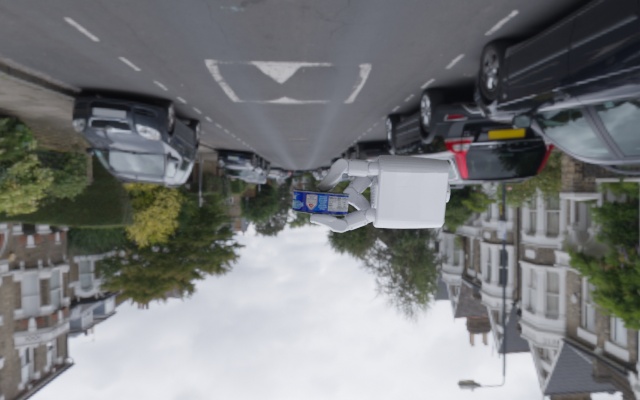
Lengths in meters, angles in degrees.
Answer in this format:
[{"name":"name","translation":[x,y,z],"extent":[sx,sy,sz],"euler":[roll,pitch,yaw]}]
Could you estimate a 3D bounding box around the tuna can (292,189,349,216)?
[{"name":"tuna can","translation":[0.000,0.003,0.727],"extent":[0.086,0.034,0.086],"euler":[5,2,0]}]
